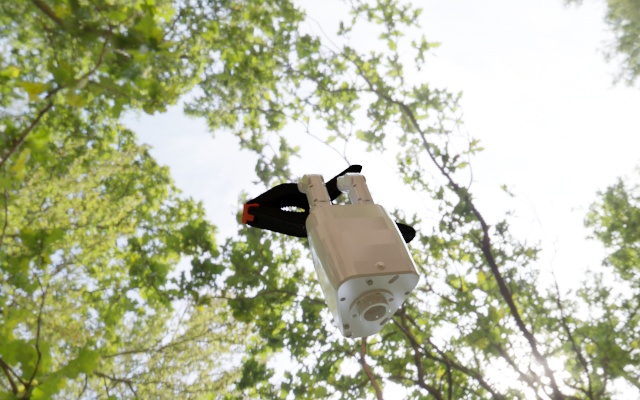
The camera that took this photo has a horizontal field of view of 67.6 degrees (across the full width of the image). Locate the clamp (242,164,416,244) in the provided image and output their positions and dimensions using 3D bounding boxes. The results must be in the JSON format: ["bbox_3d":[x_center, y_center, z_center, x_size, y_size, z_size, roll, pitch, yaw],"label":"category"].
[{"bbox_3d":[0.000,0.003,0.623,0.210,0.036,0.164,-1,36,-19],"label":"clamp"}]
